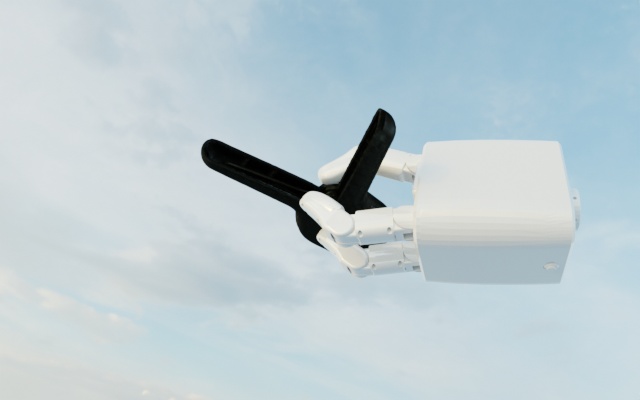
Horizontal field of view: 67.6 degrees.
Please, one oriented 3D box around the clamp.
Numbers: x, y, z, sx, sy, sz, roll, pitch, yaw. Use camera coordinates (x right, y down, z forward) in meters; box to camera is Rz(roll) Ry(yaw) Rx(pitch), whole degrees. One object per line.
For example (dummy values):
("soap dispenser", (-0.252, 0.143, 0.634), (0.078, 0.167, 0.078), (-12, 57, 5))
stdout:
("clamp", (0.001, 0.001, 0.437), (0.164, 0.036, 0.210), (-1, -35, 19))
